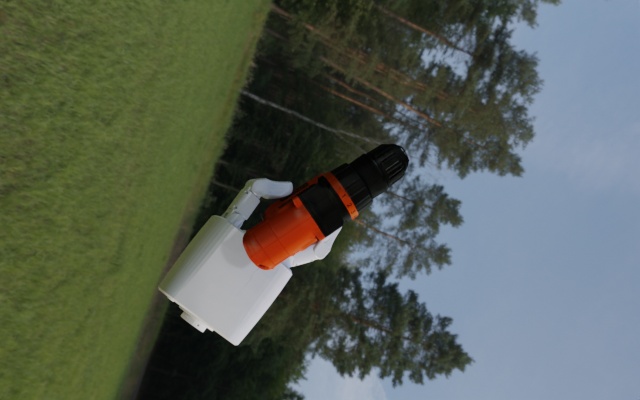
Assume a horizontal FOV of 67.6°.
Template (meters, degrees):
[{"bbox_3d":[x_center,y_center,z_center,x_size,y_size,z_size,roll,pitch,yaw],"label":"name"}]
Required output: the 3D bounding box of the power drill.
[{"bbox_3d":[0.000,0.002,0.535,0.184,0.057,0.187,-32,2,-5],"label":"power drill"}]
